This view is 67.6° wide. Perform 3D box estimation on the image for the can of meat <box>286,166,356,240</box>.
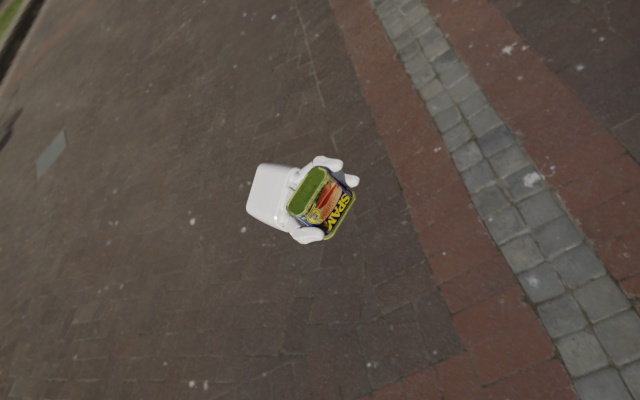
[{"bbox_3d":[0.000,0.003,0.826,0.057,0.102,0.084,23,-13,49],"label":"can of meat"}]
